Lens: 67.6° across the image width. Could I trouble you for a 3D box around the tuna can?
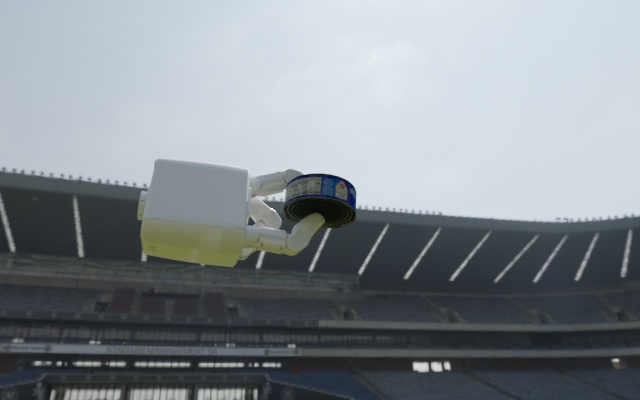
[{"bbox_3d":[0.000,0.001,0.562,0.086,0.033,0.086,4,-26,2],"label":"tuna can"}]
